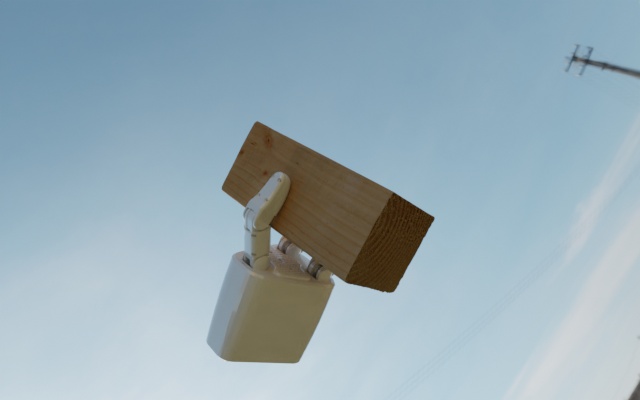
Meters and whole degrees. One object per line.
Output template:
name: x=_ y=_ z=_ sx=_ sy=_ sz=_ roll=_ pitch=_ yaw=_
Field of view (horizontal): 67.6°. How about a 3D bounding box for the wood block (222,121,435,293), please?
wood block: x=0.000 y=0.002 z=0.502 sx=0.206 sy=0.090 sz=0.091 roll=31 pitch=5 yaw=40
